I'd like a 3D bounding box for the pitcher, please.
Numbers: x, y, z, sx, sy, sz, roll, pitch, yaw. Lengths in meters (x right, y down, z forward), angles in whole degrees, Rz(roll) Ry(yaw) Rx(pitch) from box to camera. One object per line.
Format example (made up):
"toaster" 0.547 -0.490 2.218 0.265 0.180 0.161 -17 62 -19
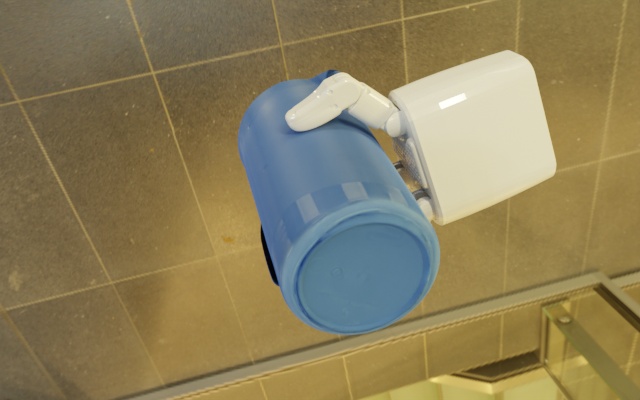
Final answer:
"pitcher" 0.000 0.001 0.408 0.145 0.149 0.242 -22 31 0
